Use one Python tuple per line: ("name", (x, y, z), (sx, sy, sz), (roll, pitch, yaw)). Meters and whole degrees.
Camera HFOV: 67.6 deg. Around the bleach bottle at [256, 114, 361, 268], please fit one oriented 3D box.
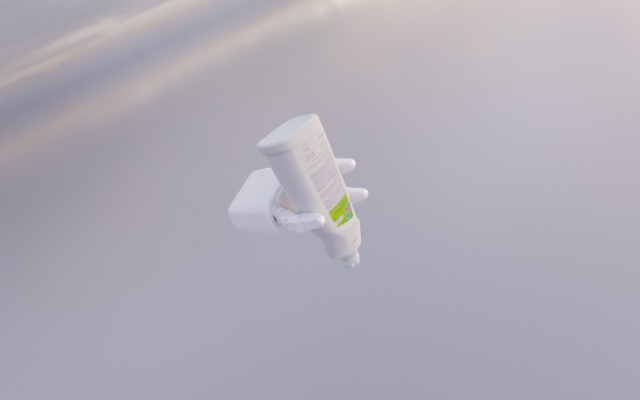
("bleach bottle", (0.000, 0.002, 0.727), (0.068, 0.251, 0.102), (-1, 33, 42))
